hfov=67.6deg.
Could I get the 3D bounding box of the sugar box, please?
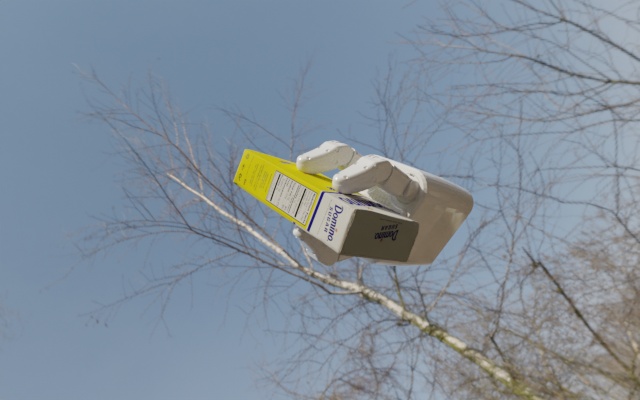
[{"bbox_3d":[0.000,0.001,0.460,0.093,0.048,0.176,12,9,-44],"label":"sugar box"}]
